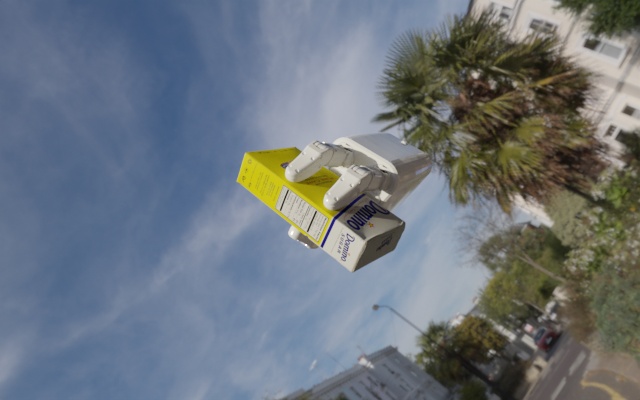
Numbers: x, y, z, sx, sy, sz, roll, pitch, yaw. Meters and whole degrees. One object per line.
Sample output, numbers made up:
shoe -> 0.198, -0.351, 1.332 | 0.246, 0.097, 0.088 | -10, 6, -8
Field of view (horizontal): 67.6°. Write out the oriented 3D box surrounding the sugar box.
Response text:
sugar box -> 0.000, 0.001, 0.531 | 0.176, 0.048, 0.093 | 33, 28, 26
